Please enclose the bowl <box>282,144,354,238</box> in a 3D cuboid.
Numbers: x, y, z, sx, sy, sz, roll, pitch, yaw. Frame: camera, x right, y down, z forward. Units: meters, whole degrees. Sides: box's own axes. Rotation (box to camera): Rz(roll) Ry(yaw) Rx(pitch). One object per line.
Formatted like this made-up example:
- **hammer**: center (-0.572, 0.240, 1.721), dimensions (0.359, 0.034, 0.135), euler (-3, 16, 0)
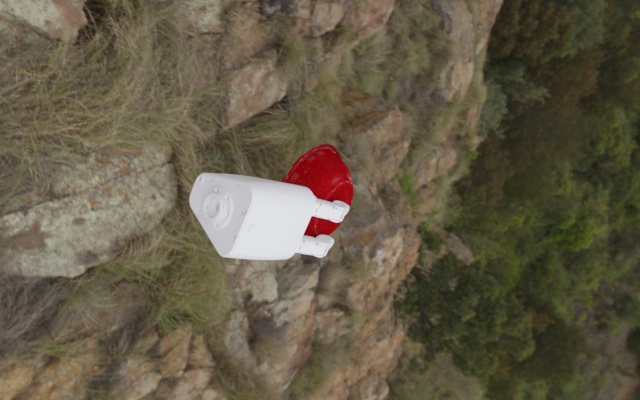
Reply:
- **bowl**: center (0.001, 0.002, 0.697), dimensions (0.055, 0.162, 0.162), euler (30, 14, 26)
